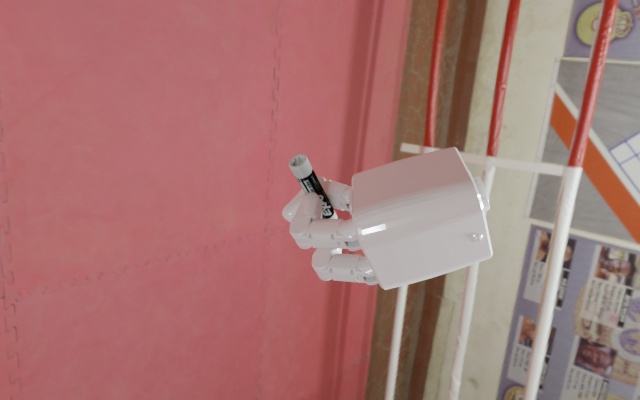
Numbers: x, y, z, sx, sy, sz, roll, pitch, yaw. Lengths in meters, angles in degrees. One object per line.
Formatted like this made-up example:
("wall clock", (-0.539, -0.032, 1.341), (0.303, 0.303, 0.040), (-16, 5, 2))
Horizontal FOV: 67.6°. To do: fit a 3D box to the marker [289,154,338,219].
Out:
("marker", (0.000, 0.002, 0.492), (0.020, 0.020, 0.121), (0, -41, 28))
